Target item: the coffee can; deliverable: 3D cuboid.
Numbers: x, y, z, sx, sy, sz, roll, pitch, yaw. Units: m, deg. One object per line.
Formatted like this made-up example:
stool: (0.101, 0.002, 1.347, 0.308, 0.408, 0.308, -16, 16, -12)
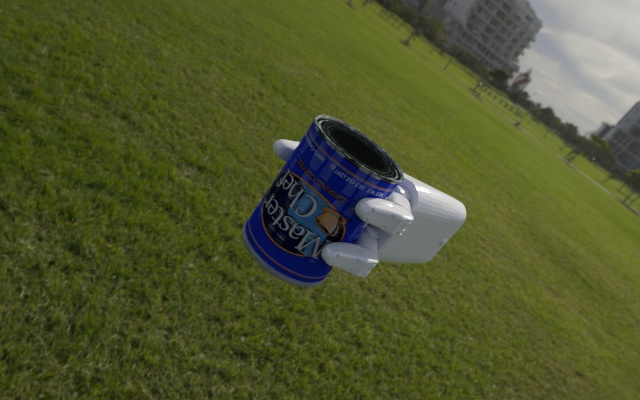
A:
coffee can: (0.000, 0.002, 0.476, 0.103, 0.140, 0.102, 30, 23, -14)
